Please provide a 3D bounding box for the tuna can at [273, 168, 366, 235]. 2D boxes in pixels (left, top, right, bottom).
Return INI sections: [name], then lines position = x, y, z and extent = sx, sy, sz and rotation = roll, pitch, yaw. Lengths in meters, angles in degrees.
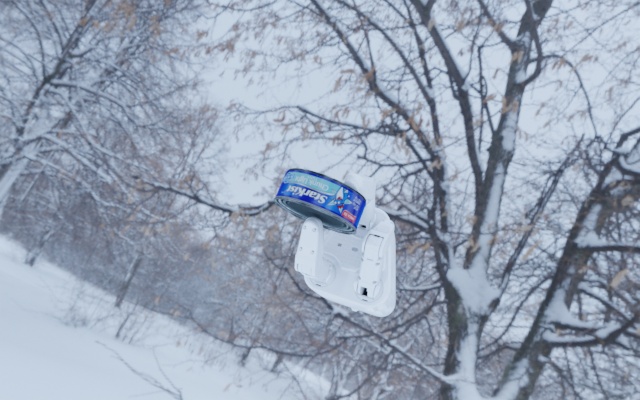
[tuna can]
position = 0.000, 0.001, 0.462
extent = 0.086, 0.033, 0.086
rotation = 21, -12, 5
